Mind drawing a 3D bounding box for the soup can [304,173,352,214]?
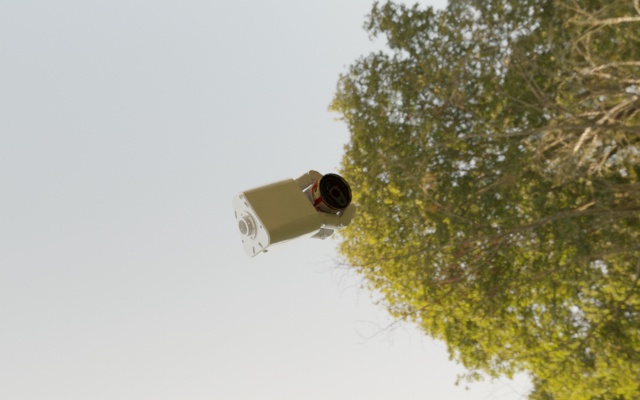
[{"bbox_3d":[0.000,0.003,0.853,0.068,0.068,0.102,0,-22,-34],"label":"soup can"}]
